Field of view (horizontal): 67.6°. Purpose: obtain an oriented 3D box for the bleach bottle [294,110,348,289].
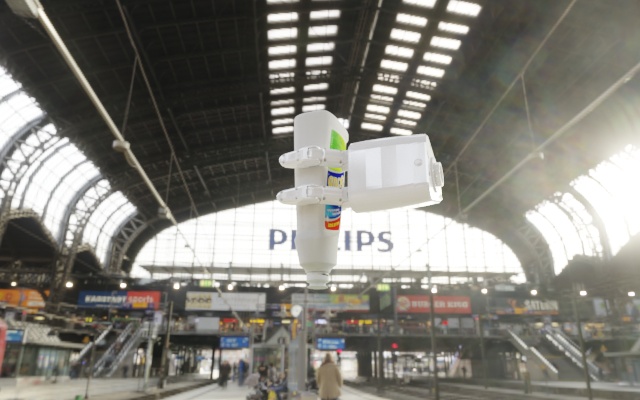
[{"bbox_3d":[0.000,0.002,0.693,0.068,0.250,0.103,-7,-21,21],"label":"bleach bottle"}]
